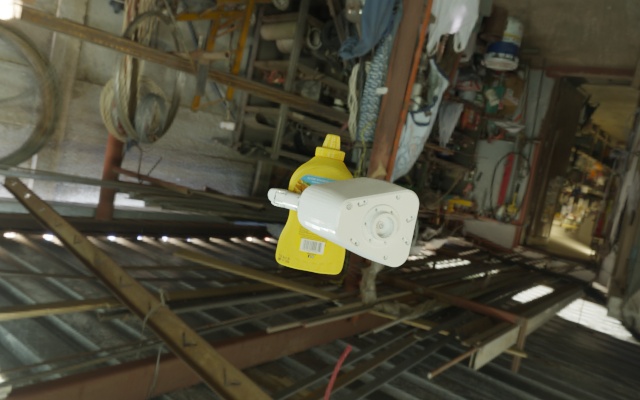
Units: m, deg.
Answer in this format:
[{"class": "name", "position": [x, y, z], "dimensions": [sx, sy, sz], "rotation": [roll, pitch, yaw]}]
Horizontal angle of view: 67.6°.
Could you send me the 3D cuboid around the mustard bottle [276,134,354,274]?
[{"class": "mustard bottle", "position": [0.000, 0.002, 0.676], "dimensions": [0.096, 0.191, 0.058], "rotation": [11, 4, -1]}]
